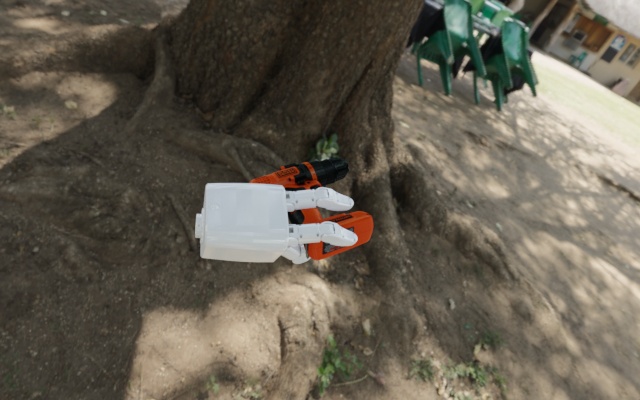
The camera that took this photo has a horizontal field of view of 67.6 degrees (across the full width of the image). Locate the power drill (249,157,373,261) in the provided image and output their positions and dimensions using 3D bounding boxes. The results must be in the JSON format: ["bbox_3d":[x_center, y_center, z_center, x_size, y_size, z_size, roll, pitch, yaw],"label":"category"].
[{"bbox_3d":[0.000,0.003,0.747,0.184,0.057,0.187,-20,40,-23],"label":"power drill"}]
